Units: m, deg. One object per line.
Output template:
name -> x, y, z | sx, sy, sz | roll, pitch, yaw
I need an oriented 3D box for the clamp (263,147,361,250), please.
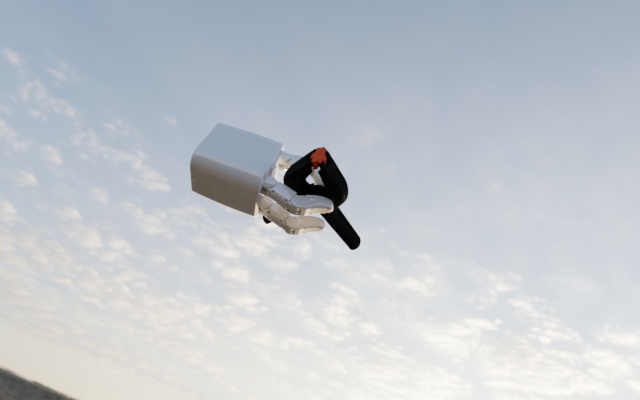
clamp -> 0.000, 0.001, 0.704 | 0.164, 0.036, 0.210 | 19, -34, 0
